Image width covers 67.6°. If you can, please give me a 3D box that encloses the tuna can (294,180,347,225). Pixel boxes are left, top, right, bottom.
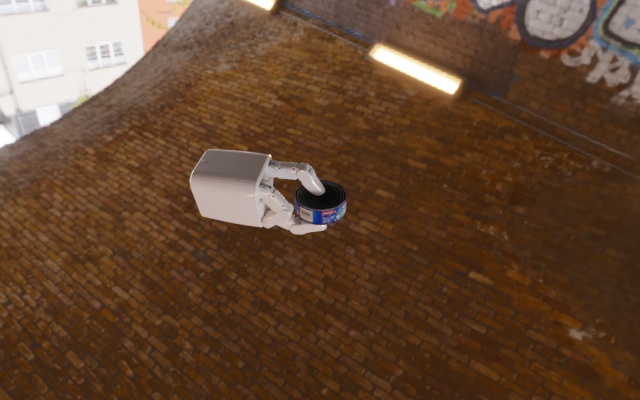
[{"bbox_3d":[0.000,0.003,0.785,0.086,0.034,0.086,0,36,0],"label":"tuna can"}]
